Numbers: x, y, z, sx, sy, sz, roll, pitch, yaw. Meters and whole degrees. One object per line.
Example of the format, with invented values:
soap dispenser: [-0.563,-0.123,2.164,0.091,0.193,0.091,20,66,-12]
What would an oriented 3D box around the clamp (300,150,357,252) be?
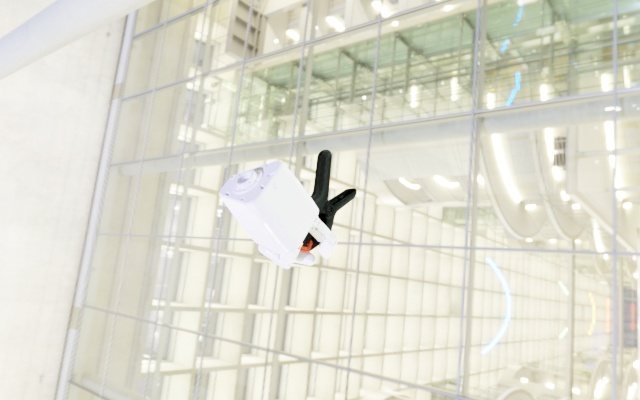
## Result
clamp: [0.000,0.003,0.797,0.039,0.120,0.171,-3,43,40]
